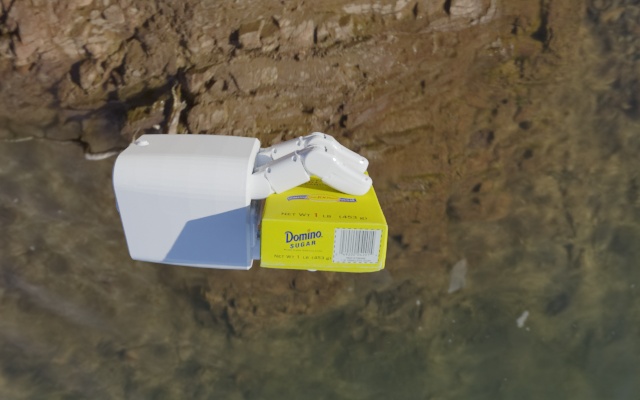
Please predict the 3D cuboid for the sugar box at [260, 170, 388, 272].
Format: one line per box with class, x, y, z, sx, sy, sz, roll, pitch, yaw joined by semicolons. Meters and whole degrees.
sugar box;0.000;0.001;0.423;0.093;0.048;0.176;3;23;-4
